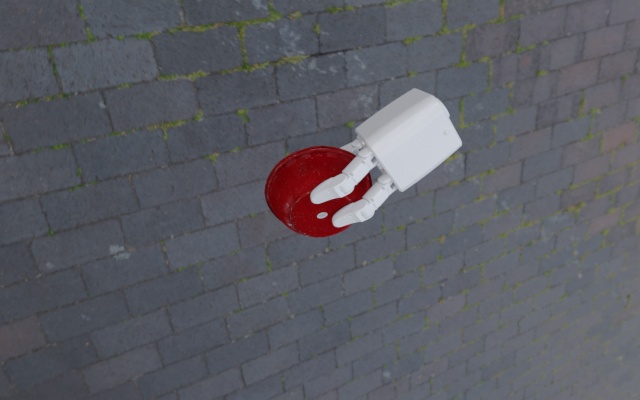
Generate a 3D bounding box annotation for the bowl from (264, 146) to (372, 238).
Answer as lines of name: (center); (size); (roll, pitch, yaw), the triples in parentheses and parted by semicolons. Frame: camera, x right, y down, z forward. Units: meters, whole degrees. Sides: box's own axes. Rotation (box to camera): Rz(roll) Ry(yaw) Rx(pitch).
bowl: (-0.001, 0.003, 0.693); (0.162, 0.162, 0.055); (0, 40, -8)
